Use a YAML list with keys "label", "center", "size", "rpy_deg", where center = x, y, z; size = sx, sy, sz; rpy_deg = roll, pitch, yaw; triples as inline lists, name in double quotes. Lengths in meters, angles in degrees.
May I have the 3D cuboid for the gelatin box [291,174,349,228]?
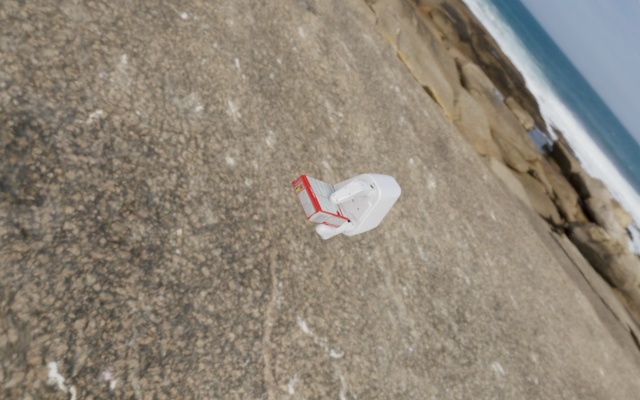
- label: "gelatin box"
  center: [0.000, 0.002, 0.775]
  size: [0.030, 0.073, 0.089]
  rpy_deg: [-37, -29, 23]
